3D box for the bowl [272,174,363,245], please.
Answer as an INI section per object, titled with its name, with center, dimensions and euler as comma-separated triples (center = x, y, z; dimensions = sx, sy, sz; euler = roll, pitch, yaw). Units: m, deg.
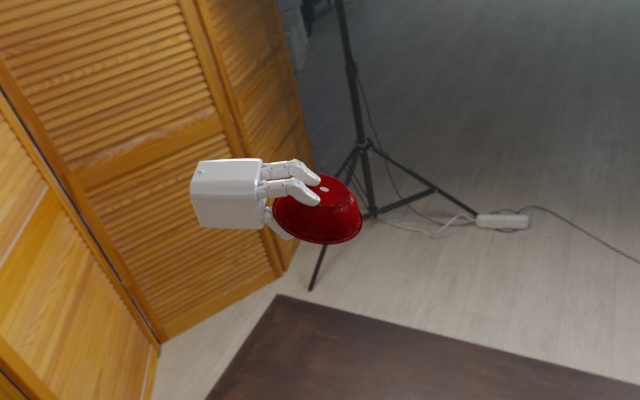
[bowl]
center = 0.001, 0.002, 0.820
dimensions = 0.162, 0.055, 0.162
euler = 9, 36, -6
